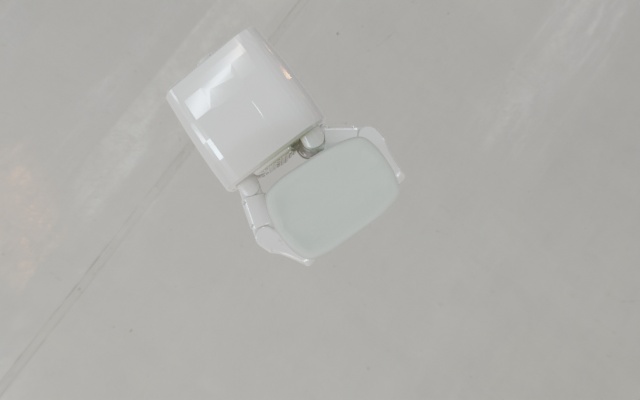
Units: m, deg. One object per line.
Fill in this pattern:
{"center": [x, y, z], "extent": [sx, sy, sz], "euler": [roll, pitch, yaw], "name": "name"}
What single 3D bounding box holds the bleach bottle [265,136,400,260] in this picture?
{"center": [0.000, 0.002, 0.473], "extent": [0.102, 0.068, 0.251], "euler": [-33, 1, -6], "name": "bleach bottle"}
